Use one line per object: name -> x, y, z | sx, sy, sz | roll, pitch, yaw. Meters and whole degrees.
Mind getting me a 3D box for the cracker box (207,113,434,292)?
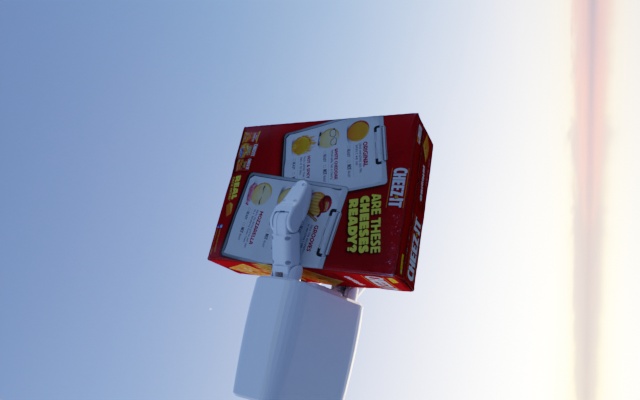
cracker box -> 0.000, 0.002, 0.505 | 0.213, 0.164, 0.072 | 1, -22, 29
